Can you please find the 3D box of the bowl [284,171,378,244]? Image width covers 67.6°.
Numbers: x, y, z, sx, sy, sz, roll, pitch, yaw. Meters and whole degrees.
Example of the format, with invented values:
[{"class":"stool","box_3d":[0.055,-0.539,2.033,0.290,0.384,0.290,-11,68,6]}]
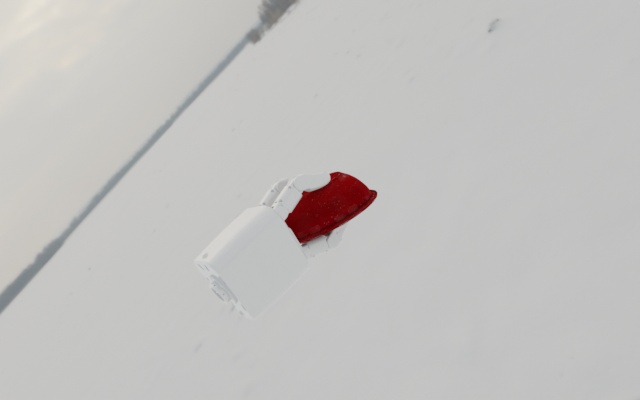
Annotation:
[{"class":"bowl","box_3d":[0.001,0.001,0.704,0.162,0.055,0.162,-27,10,5]}]
